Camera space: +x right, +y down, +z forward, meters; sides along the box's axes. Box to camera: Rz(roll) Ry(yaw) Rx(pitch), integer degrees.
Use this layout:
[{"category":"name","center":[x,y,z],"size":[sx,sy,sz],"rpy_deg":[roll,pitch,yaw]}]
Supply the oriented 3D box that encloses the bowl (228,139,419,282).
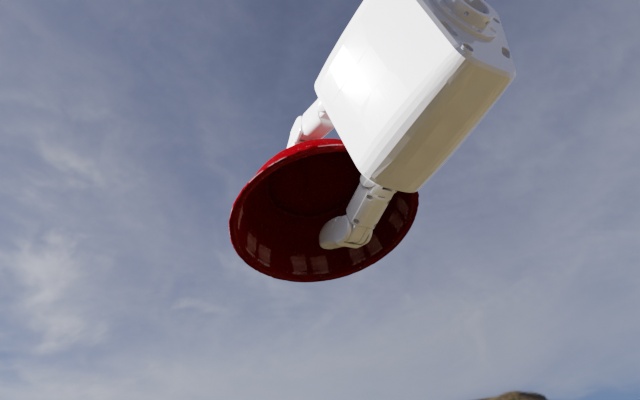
[{"category":"bowl","center":[-0.001,0.002,0.420],"size":[0.162,0.162,0.055],"rpy_deg":[0,42,-15]}]
